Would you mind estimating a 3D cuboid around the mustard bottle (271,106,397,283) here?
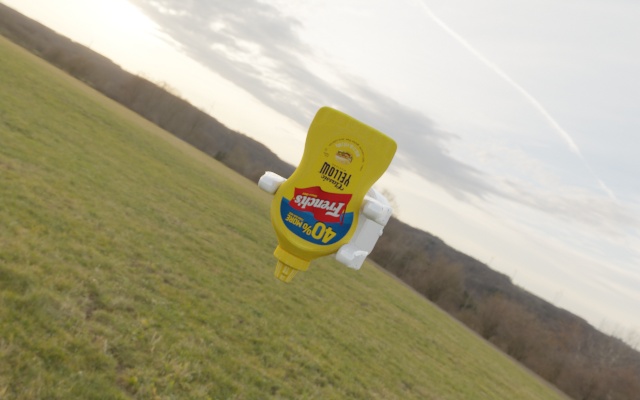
[{"bbox_3d":[0.000,0.001,0.523,0.096,0.191,0.058,27,3,-3],"label":"mustard bottle"}]
